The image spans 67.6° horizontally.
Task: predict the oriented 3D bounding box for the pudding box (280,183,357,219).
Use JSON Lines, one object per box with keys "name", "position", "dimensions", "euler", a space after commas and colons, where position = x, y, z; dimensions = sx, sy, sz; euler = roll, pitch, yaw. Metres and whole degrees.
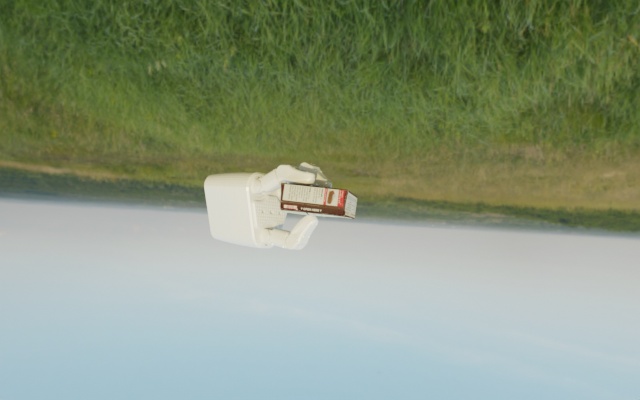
{"name": "pudding box", "position": [0.000, 0.002, 0.657], "dimensions": [0.090, 0.039, 0.113], "euler": [5, -1, 10]}
